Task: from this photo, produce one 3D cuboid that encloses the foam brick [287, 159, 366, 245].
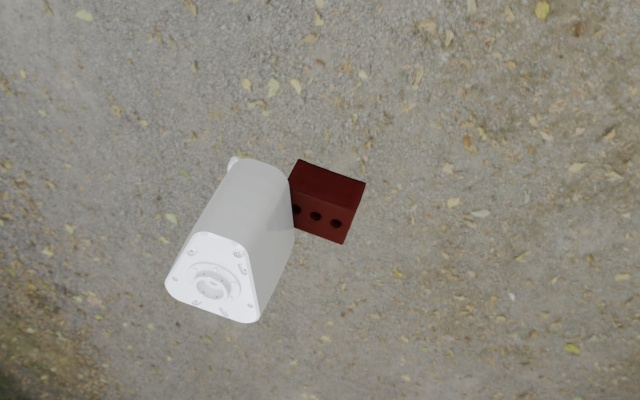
[{"bbox_3d":[0.000,0.002,0.500,0.078,0.053,0.051,19,41,1],"label":"foam brick"}]
